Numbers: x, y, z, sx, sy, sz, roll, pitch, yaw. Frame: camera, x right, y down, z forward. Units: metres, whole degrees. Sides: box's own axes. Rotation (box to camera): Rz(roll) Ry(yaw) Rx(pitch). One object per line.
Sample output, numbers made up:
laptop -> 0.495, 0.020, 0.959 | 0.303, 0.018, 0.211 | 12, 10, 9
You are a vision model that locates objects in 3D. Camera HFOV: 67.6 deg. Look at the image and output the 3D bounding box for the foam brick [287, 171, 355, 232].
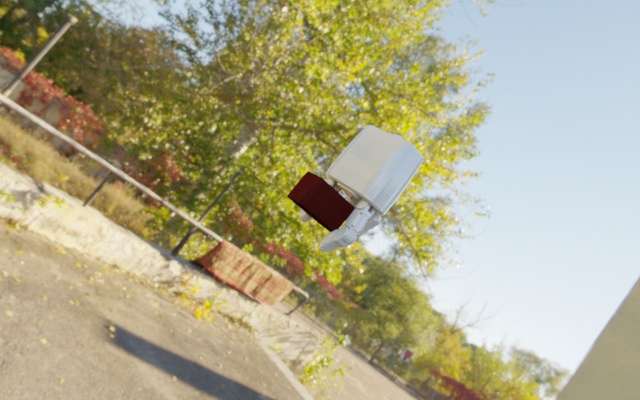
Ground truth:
foam brick -> 0.000, 0.002, 0.707 | 0.078, 0.051, 0.053 | 41, -4, -29
